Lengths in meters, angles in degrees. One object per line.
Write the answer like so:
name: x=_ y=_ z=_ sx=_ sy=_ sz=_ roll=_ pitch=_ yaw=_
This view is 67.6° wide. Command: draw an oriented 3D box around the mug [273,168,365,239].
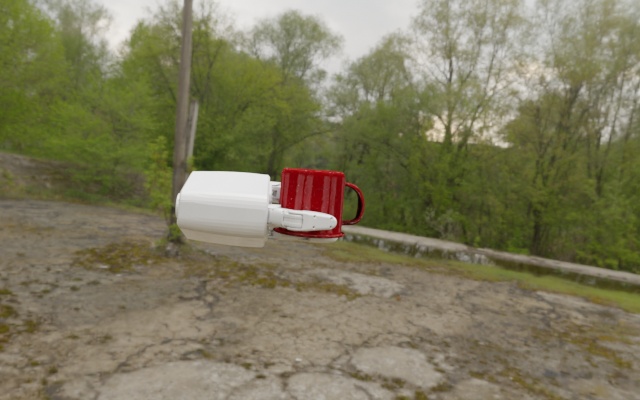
mug: x=0.002 y=0.002 z=0.615 sx=0.117 sy=0.081 sz=0.093 roll=4 pitch=4 yaw=-8
